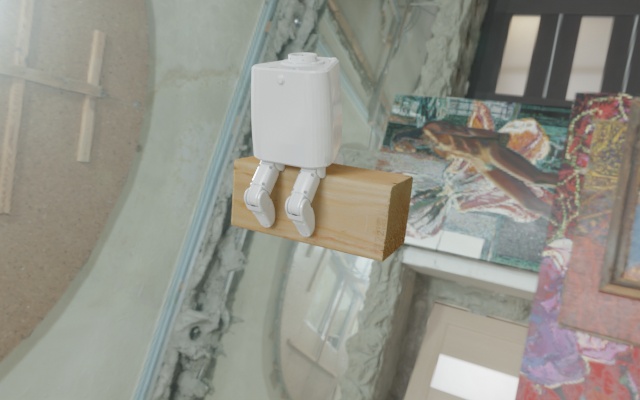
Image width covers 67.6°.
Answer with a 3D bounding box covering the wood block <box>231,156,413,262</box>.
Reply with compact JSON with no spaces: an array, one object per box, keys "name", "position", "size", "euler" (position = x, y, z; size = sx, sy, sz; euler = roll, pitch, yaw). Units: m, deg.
[{"name":"wood block","position":[0.000,0.001,0.601],"size":[0.206,0.090,0.091],"euler":[12,15,25]}]
